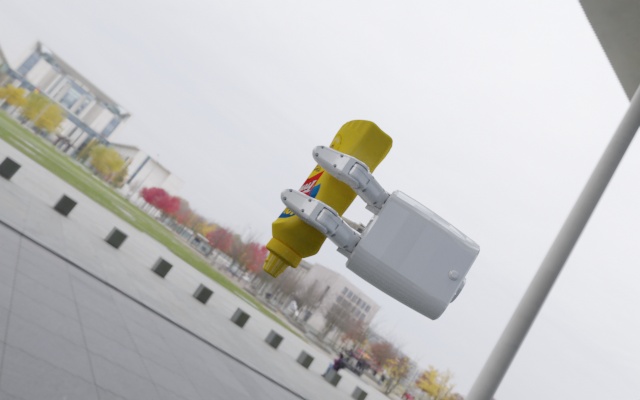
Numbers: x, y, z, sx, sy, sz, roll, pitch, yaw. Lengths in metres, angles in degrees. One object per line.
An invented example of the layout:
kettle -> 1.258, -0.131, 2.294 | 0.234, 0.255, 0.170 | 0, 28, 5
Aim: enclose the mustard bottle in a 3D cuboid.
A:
mustard bottle -> 0.000, 0.001, 0.525 | 0.058, 0.191, 0.096 | 39, -13, -16
